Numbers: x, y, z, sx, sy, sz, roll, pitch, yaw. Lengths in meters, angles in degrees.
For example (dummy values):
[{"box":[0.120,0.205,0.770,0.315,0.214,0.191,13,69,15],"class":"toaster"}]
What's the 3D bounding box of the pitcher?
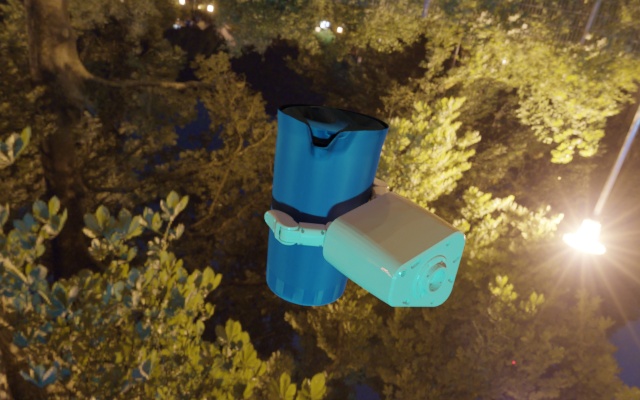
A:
[{"box":[0.000,0.002,0.616,0.149,0.243,0.145,-7,26,-37],"class":"pitcher"}]
